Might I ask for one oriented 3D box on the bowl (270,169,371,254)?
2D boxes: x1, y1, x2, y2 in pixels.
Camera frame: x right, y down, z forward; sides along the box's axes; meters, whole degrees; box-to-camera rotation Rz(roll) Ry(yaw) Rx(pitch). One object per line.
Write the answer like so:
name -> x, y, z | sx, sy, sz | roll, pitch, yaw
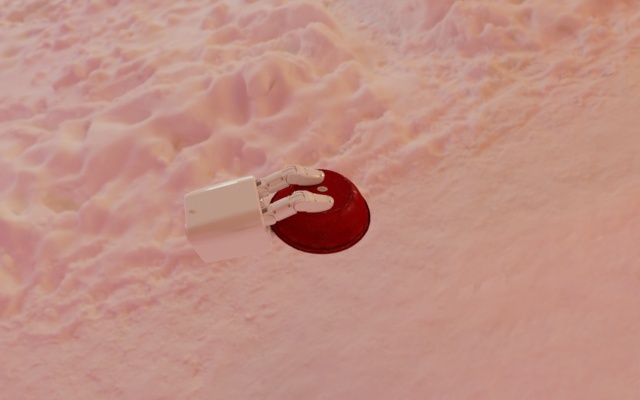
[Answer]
bowl -> 0.001, 0.002, 0.728 | 0.162, 0.162, 0.055 | 0, -43, -5
